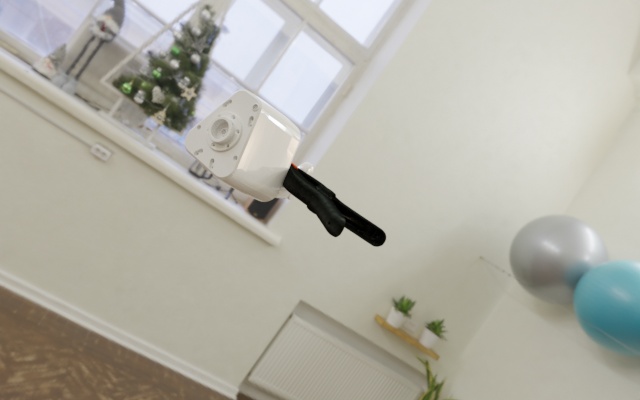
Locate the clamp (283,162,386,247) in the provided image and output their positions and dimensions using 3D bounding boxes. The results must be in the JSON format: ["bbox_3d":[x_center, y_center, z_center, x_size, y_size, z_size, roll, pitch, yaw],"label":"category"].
[{"bbox_3d":[0.000,0.001,0.617,0.171,0.039,0.120,36,5,26],"label":"clamp"}]
